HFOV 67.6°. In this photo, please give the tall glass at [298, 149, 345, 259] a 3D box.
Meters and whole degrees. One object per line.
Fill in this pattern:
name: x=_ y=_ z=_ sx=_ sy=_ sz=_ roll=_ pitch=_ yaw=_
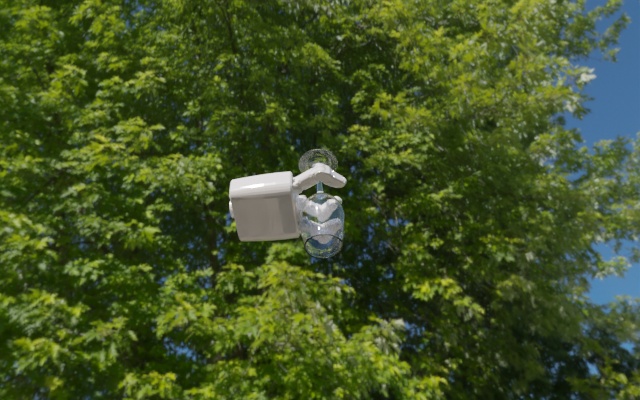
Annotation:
tall glass: x=0.000 y=0.002 z=0.824 sx=0.079 sy=0.200 sz=0.079 roll=-2 pitch=-45 yaw=-2
